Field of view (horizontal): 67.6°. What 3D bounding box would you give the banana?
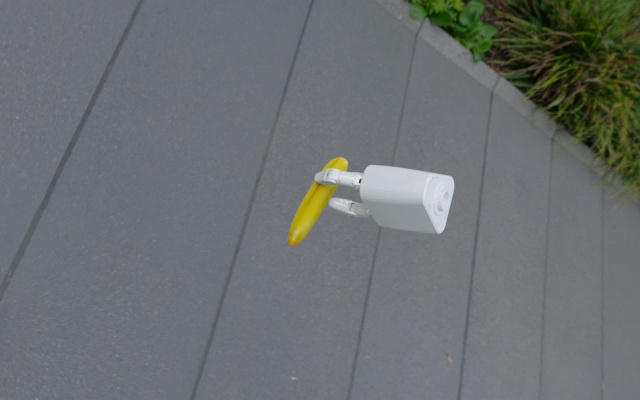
[{"bbox_3d":[0.002,-0.010,0.820,0.037,0.197,0.070,26,-29,15],"label":"banana"}]
